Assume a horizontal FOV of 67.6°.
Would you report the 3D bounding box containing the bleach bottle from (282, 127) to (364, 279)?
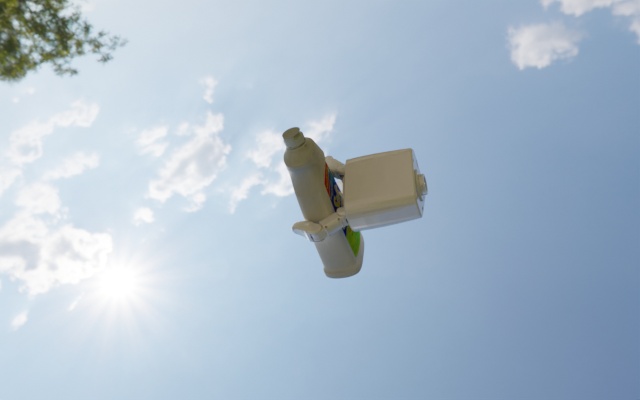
[{"bbox_3d":[0.000,0.002,0.744,0.068,0.251,0.102,-11,37,20],"label":"bleach bottle"}]
